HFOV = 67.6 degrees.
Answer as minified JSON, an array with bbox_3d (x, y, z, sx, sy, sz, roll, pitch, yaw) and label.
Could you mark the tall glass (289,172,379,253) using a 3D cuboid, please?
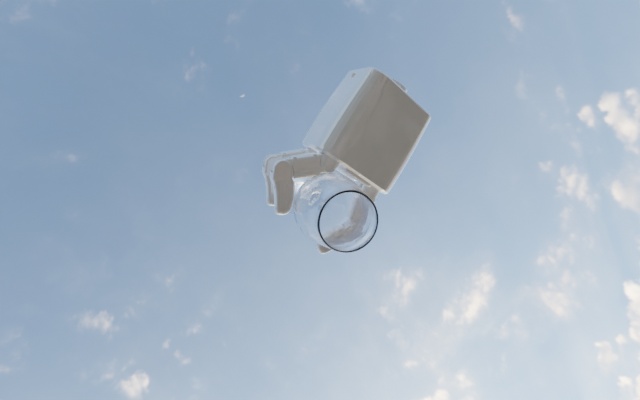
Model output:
[{"bbox_3d":[0.000,0.002,0.548,0.079,0.079,0.201,0,11,-16],"label":"tall glass"}]
